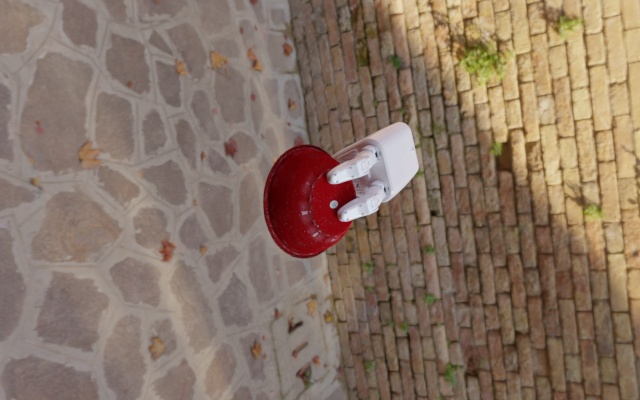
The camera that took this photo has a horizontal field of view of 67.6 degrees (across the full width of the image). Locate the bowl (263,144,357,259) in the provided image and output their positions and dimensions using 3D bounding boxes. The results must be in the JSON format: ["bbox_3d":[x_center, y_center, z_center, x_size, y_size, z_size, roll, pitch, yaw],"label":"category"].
[{"bbox_3d":[0.000,0.003,0.657,0.162,0.162,0.055,0,2,-45],"label":"bowl"}]
